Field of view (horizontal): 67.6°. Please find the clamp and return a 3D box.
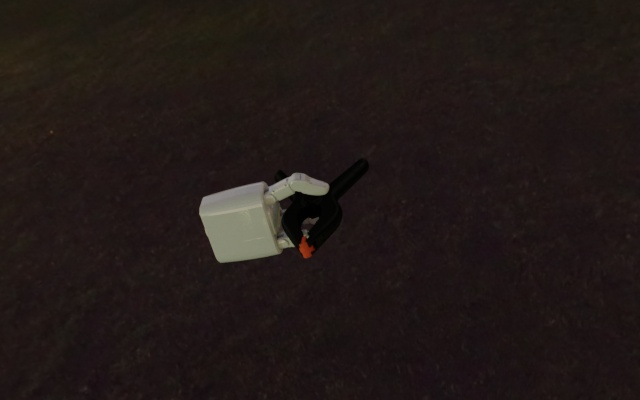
[{"bbox_3d":[0.000,0.002,0.745,0.164,0.036,0.209,-12,37,10],"label":"clamp"}]
